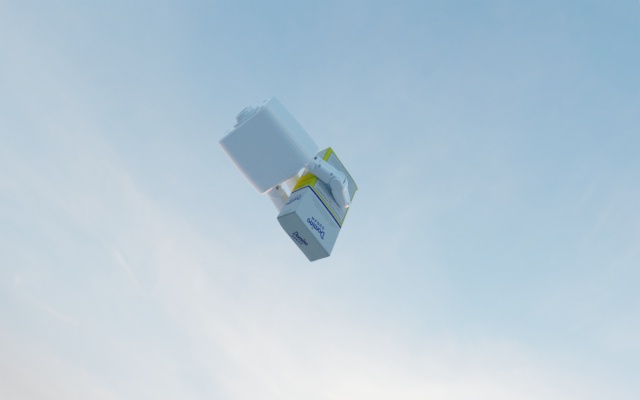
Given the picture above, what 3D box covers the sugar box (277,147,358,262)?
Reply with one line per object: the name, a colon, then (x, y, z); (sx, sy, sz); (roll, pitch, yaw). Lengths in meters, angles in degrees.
sugar box: (0.000, 0.002, 0.754); (0.048, 0.093, 0.176); (-20, 27, 36)
